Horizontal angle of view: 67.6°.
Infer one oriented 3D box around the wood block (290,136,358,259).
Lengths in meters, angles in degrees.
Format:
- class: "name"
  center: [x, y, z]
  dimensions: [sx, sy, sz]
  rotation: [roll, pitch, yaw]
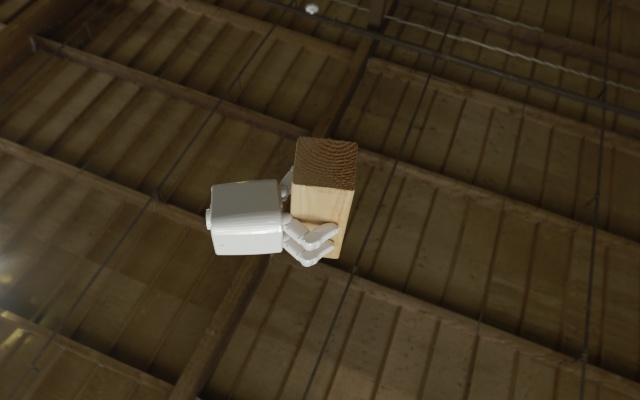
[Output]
- class: "wood block"
  center: [0.000, 0.002, 0.760]
  dimensions: [0.090, 0.090, 0.206]
  rotation: [6, -33, -1]
